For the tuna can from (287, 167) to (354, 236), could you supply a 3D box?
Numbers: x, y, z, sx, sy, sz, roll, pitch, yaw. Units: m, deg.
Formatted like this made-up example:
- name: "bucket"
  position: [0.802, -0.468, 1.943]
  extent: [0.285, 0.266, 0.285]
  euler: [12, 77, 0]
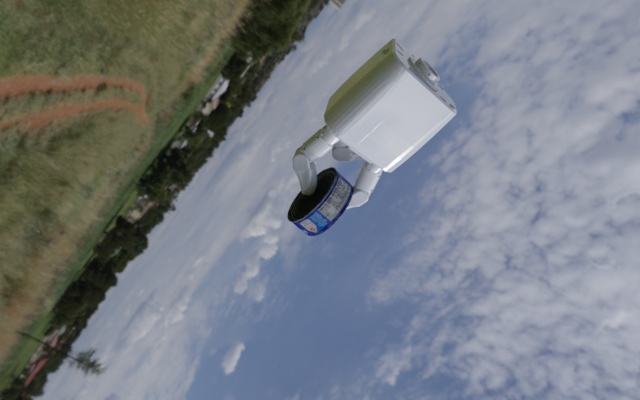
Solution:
- name: "tuna can"
  position: [0.000, 0.002, 0.592]
  extent: [0.034, 0.086, 0.086]
  euler: [41, -17, -20]
